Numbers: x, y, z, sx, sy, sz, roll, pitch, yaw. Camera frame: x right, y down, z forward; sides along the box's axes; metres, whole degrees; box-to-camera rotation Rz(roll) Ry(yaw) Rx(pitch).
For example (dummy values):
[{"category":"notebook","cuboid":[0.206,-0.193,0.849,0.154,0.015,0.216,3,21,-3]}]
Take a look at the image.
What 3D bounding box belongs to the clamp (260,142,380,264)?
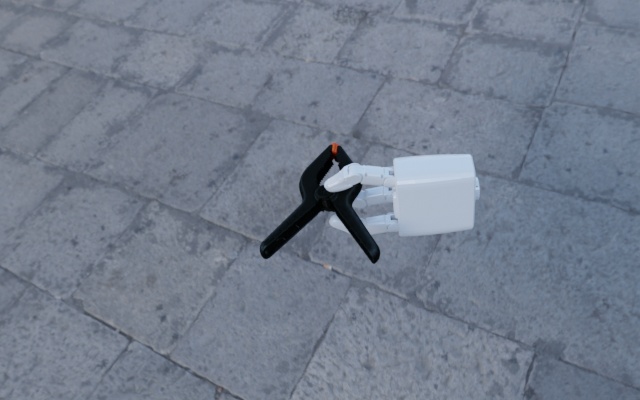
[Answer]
[{"category":"clamp","cuboid":[0.000,0.001,0.691,0.164,0.209,0.036,-4,-38,8]}]
